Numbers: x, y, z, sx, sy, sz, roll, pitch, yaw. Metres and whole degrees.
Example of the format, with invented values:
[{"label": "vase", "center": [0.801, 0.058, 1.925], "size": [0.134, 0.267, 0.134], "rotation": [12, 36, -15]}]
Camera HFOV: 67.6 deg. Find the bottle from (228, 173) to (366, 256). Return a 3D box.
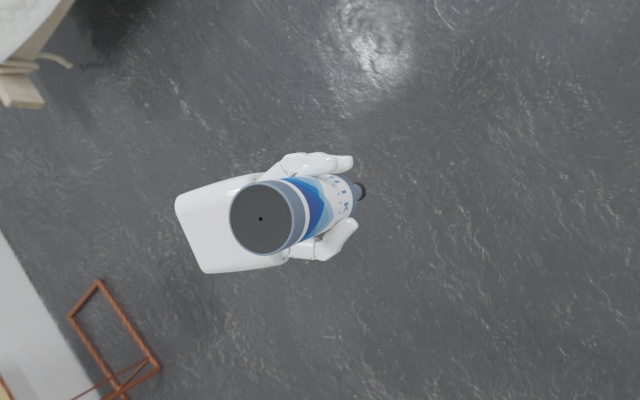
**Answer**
[{"label": "bottle", "center": [0.000, 0.002, 0.556], "size": [0.069, 0.069, 0.295], "rotation": [0, 6, 21]}]
